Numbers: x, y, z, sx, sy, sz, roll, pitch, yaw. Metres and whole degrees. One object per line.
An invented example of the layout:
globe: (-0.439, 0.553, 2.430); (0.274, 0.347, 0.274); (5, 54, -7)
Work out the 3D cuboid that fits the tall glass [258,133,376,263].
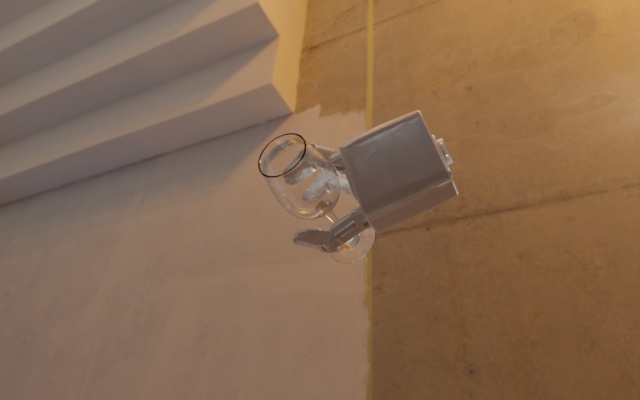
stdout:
tall glass: (0.000, 0.002, 0.600); (0.079, 0.079, 0.201); (0, -32, 31)
